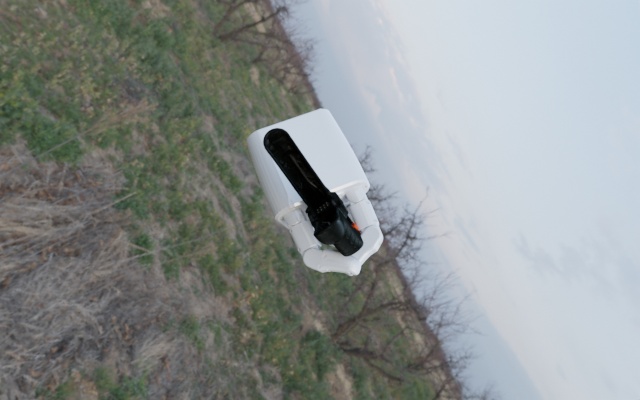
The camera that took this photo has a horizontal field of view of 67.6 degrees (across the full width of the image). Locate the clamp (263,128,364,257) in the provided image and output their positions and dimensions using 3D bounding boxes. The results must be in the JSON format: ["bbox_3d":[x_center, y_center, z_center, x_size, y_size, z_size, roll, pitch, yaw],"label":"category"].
[{"bbox_3d":[0.001,0.001,0.459,0.039,0.120,0.171,-27,-19,4],"label":"clamp"}]
